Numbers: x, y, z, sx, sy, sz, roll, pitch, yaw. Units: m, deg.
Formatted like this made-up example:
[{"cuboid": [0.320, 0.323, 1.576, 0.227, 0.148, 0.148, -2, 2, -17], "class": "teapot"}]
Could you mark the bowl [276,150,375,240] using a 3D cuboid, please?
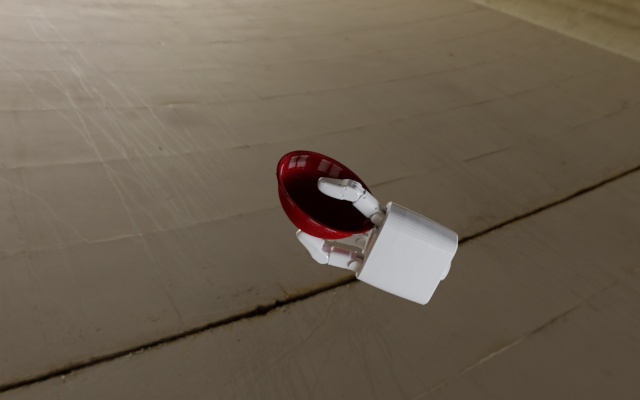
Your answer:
[{"cuboid": [-0.001, 0.002, 0.682, 0.162, 0.162, 0.055, 0, -42, -40], "class": "bowl"}]
